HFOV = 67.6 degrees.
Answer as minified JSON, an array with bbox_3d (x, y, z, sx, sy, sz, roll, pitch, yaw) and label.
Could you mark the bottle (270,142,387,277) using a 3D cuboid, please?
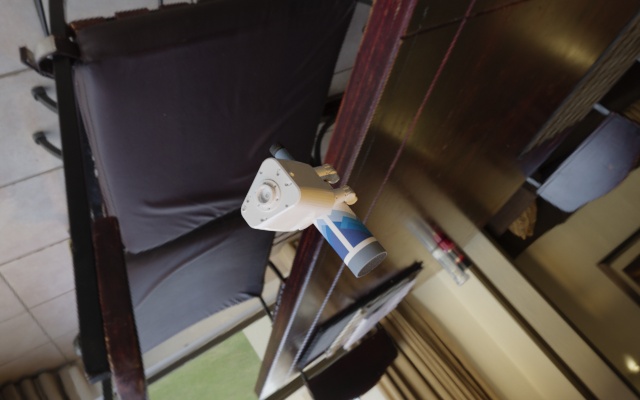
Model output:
[{"bbox_3d":[0.000,0.003,0.857,0.069,0.295,0.069,-33,-23,-16],"label":"bottle"}]
